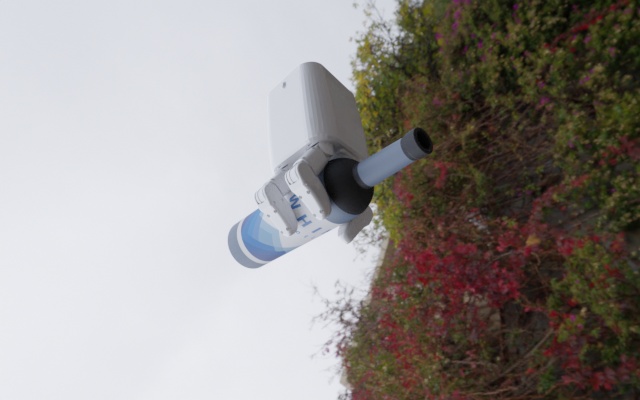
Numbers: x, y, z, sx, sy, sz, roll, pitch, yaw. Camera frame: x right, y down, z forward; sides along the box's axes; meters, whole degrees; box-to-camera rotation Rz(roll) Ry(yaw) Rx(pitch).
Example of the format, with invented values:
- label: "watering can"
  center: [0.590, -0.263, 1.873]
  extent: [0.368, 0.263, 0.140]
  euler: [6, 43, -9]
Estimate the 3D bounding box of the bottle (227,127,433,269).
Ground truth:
- label: "bottle"
  center: [0.000, 0.002, 0.532]
  extent: [0.069, 0.069, 0.296]
  euler: [0, -23, -44]
